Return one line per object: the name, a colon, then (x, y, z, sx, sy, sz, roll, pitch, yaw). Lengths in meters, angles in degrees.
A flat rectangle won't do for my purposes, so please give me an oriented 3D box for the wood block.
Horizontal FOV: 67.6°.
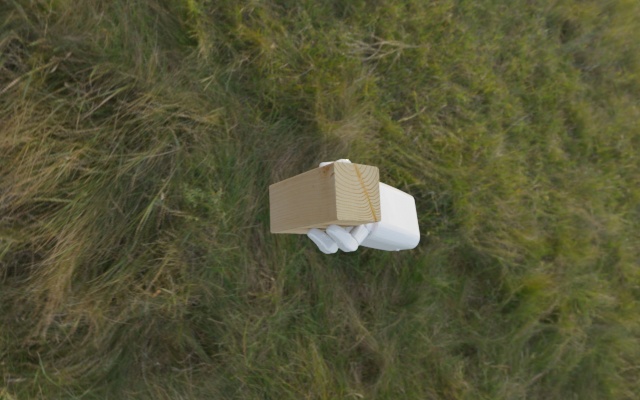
wood block: (0.001, 0.002, 0.812, 0.090, 0.091, 0.206, 4, -11, -34)
